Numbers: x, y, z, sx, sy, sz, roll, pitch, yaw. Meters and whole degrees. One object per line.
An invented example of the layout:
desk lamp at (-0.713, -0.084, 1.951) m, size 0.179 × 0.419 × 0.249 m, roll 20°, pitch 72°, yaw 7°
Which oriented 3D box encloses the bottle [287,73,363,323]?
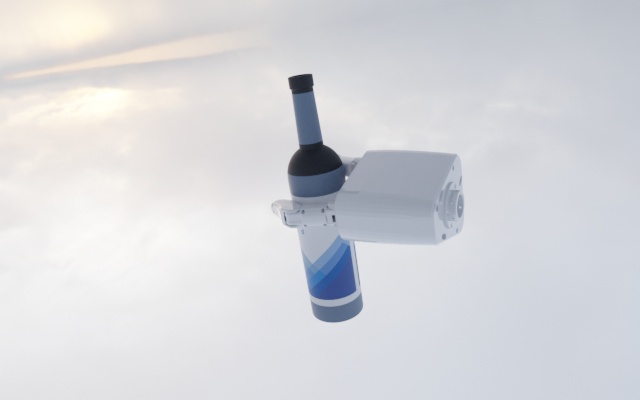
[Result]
bottle at (0.000, 0.002, 0.565) m, size 0.069 × 0.296 × 0.069 m, roll -8°, pitch 20°, yaw 3°
